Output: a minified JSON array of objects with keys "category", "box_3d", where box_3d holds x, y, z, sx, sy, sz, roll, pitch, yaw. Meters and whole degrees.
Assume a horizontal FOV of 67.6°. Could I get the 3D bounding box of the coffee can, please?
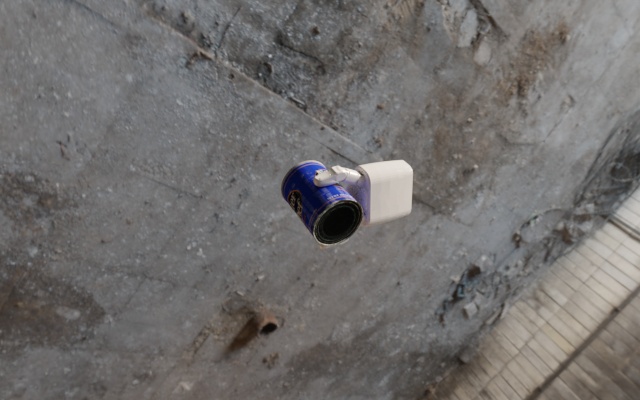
[{"category":"coffee can","box_3d":[0.000,0.003,0.896,0.103,0.103,0.140,0,33,-34]}]
